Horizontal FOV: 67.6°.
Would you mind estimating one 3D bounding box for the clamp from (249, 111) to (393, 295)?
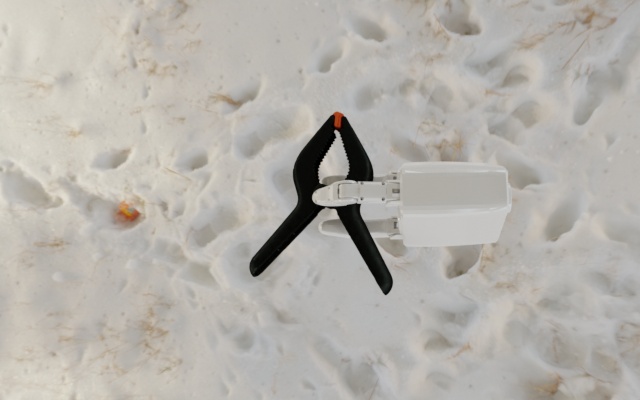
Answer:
[{"bbox_3d":[0.000,0.001,0.553,0.164,0.210,0.036,-1,-10,9],"label":"clamp"}]
